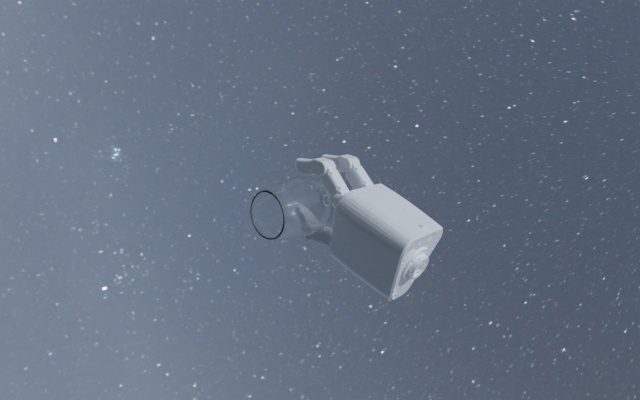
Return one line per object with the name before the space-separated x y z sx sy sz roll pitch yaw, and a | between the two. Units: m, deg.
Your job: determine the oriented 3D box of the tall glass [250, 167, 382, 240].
tall glass | 0.000 0.002 0.656 0.079 0.079 0.201 0 9 42
